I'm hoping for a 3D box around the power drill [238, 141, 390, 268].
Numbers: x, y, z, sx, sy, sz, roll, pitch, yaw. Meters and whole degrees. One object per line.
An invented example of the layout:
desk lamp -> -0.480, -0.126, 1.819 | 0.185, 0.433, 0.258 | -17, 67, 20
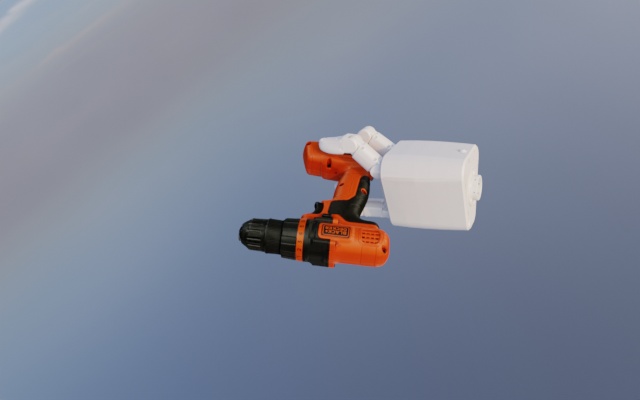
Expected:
power drill -> 0.000, 0.002, 0.629 | 0.184, 0.187, 0.057 | 8, -42, 3
